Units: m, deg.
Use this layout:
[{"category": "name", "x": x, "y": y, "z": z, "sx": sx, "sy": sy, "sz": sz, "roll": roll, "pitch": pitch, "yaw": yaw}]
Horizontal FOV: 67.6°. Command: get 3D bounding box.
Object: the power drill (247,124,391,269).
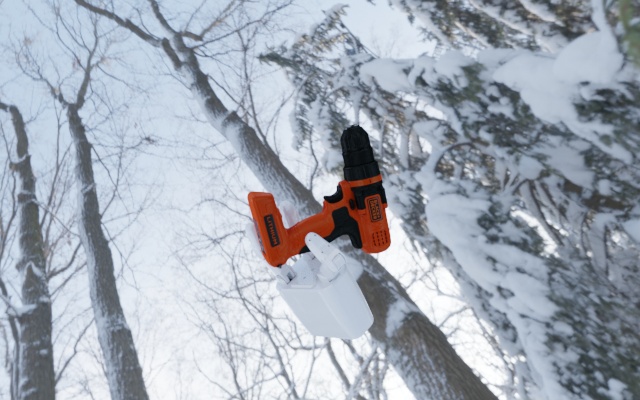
[{"category": "power drill", "x": 0.000, "y": 0.003, "z": 0.652, "sx": 0.187, "sy": 0.184, "sz": 0.057, "roll": -15, "pitch": 8, "yaw": -13}]
